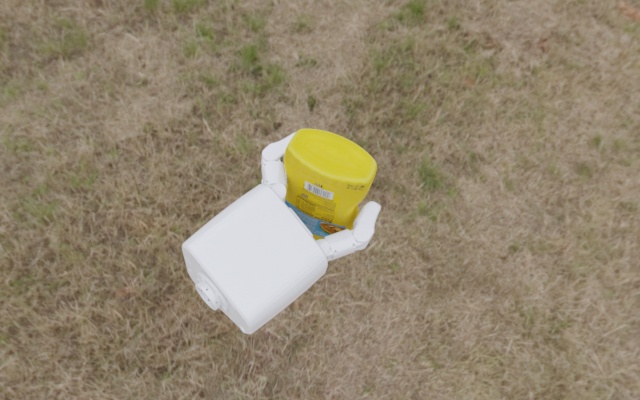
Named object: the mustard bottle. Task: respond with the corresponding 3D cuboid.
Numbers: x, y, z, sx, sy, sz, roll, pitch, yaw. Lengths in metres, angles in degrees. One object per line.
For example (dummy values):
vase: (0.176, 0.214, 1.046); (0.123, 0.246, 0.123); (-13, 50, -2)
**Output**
mustard bottle: (0.000, 0.001, 0.567); (0.096, 0.058, 0.192); (23, -32, 5)
